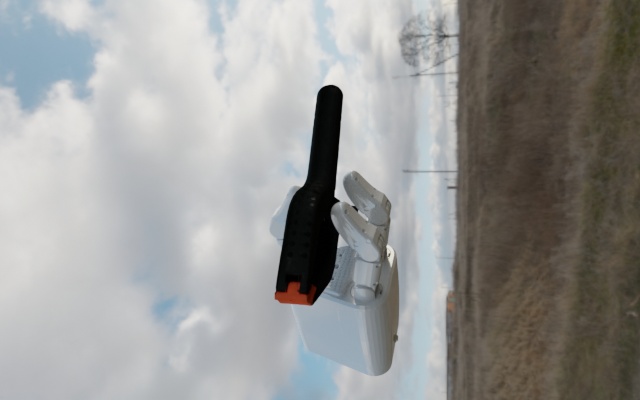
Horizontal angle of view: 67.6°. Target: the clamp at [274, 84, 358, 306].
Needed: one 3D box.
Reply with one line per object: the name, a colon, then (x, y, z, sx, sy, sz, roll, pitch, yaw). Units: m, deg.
clamp: (-0.001, 0.002, 0.434, 0.036, 0.165, 0.209, 1, 33, 16)
